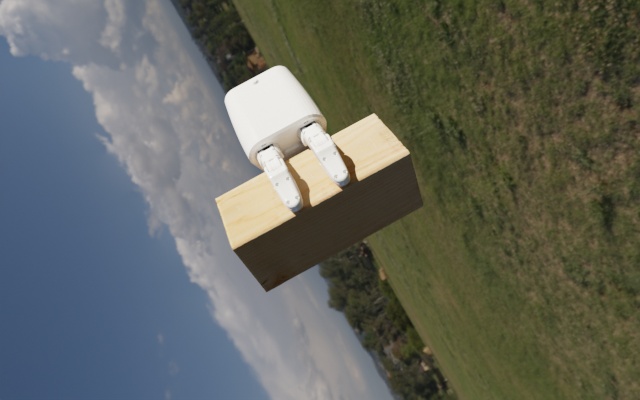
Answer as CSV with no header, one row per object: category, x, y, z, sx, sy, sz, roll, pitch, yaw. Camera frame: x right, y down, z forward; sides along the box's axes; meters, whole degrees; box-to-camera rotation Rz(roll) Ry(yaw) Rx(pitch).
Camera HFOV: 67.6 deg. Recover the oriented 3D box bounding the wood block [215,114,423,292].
wood block,0.000,0.002,0.545,0.206,0.091,0.090,-29,45,-2
